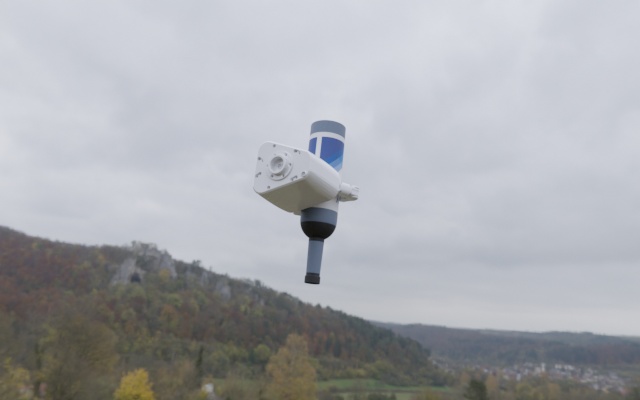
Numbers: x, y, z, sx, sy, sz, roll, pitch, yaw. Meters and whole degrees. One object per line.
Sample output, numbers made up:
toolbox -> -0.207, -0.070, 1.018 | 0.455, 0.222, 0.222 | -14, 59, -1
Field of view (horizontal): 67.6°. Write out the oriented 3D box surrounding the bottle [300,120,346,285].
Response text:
bottle -> 0.000, 0.003, 0.866 | 0.069, 0.295, 0.069 | 6, -15, 2
